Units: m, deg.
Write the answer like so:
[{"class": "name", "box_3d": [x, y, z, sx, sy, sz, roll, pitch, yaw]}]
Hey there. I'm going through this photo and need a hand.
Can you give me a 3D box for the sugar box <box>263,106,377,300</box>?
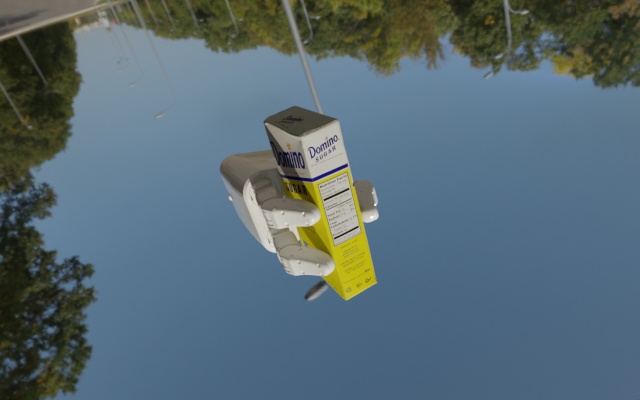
[{"class": "sugar box", "box_3d": [0.000, 0.002, 0.470, 0.048, 0.176, 0.093, -28, 28, -17]}]
